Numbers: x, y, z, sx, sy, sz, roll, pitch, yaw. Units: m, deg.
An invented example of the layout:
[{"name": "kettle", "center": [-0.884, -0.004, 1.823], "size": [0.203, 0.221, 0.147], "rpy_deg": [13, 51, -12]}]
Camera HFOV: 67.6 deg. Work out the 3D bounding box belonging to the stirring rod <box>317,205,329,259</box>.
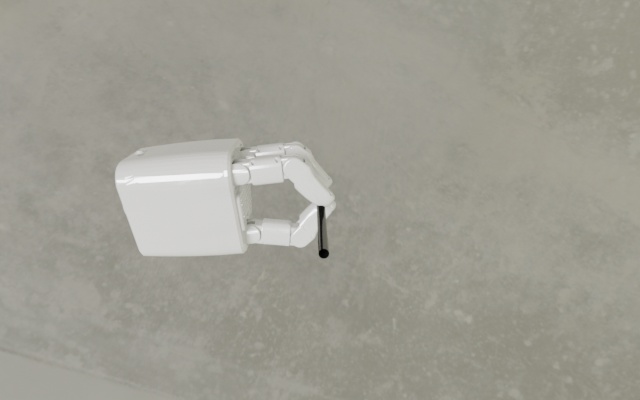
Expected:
[{"name": "stirring rod", "center": [0.000, 0.002, 0.469], "size": [0.011, 0.011, 0.239], "rpy_deg": [0, 18, -1]}]
